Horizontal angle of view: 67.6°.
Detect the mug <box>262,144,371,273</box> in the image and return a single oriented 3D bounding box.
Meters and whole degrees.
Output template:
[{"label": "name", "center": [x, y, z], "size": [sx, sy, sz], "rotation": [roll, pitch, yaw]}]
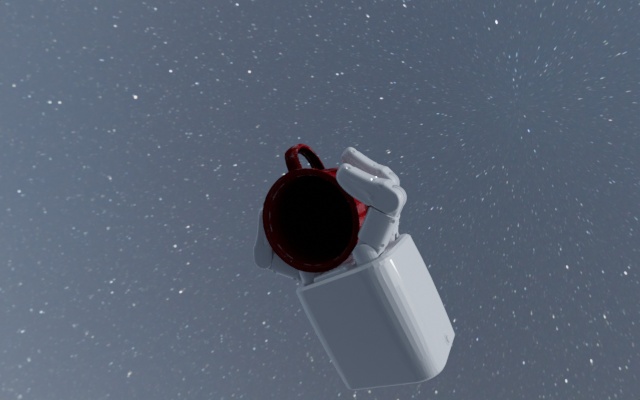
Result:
[{"label": "mug", "center": [-0.001, 0.000, 0.452], "size": [0.093, 0.117, 0.081], "rotation": [-26, -2, 25]}]
